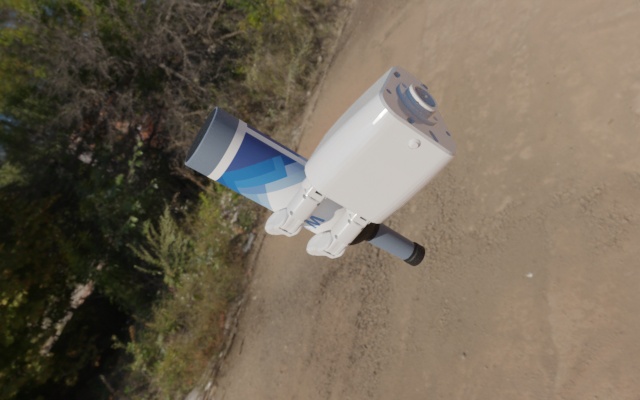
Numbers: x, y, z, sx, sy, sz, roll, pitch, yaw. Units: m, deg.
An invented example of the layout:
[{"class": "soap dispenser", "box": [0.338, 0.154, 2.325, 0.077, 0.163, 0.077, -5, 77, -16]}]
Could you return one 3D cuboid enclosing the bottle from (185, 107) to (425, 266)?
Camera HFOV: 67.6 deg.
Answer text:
[{"class": "bottle", "box": [0.000, 0.002, 0.529, 0.296, 0.069, 0.069, 29, -12, -22]}]
